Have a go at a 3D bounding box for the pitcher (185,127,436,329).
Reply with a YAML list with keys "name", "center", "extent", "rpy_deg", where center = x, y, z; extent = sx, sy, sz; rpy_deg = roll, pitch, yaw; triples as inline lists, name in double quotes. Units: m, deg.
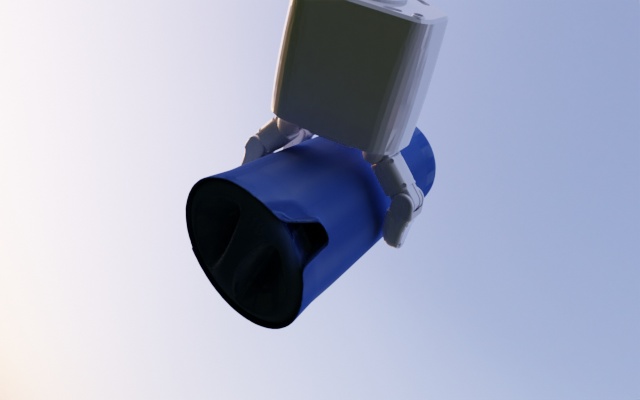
- name: "pitcher"
  center: [0.000, 0.001, 0.458]
  extent: [0.149, 0.145, 0.242]
  rpy_deg: [33, 41, 25]
